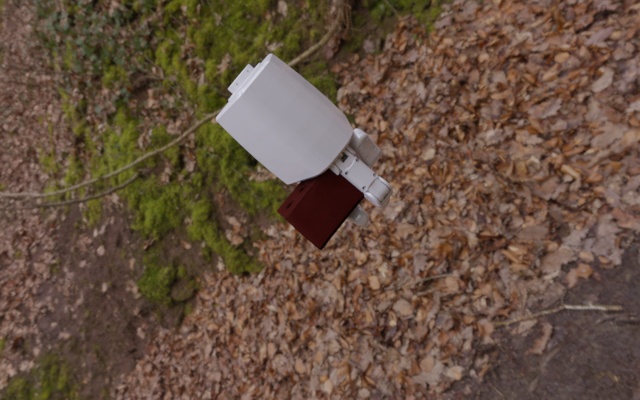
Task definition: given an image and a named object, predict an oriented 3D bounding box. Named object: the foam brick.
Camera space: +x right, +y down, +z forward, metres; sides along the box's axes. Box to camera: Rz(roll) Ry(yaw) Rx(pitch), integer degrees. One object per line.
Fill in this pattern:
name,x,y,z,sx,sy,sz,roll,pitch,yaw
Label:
foam brick,0.000,0.002,0.499,0.051,0.078,0.053,40,-3,-18
